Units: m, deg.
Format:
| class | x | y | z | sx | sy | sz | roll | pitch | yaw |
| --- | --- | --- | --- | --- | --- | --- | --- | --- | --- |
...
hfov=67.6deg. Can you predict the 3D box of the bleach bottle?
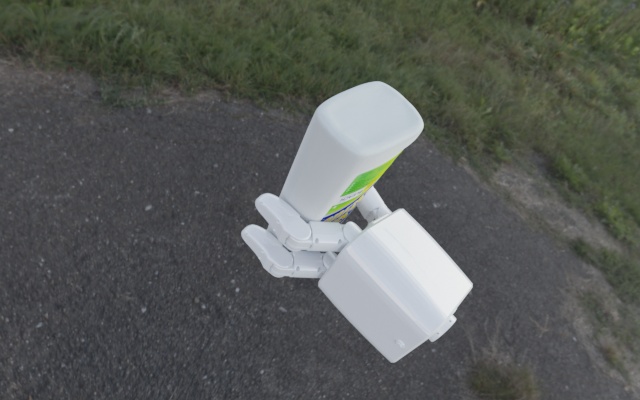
| class | x | y | z | sx | sy | sz | roll | pitch | yaw |
| --- | --- | --- | --- | --- | --- | --- | --- | --- | --- |
| bleach bottle | 0.000 | 0.002 | 0.482 | 0.102 | 0.068 | 0.251 | -30 | -19 | -37 |
